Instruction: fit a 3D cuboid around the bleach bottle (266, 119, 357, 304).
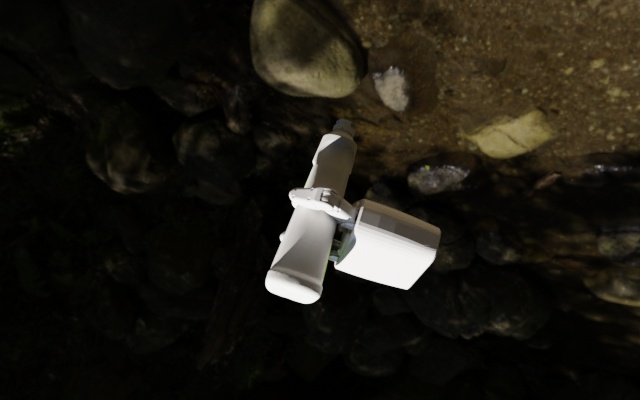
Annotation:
[{"bbox_3d":[0.000,0.002,0.622,0.068,0.250,0.102,19,-20,-2],"label":"bleach bottle"}]
